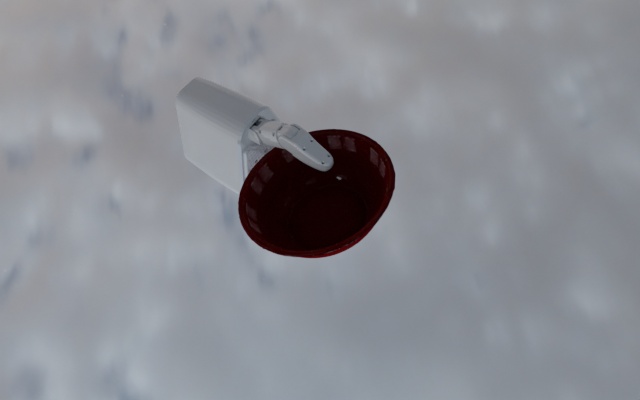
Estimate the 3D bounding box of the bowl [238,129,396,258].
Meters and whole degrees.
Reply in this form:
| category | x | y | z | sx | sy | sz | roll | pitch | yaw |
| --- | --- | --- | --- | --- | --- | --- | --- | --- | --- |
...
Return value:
| category | x | y | z | sx | sy | sz | roll | pitch | yaw |
| --- | --- | --- | --- | --- | --- | --- | --- | --- | --- |
| bowl | 0.001 | 0.003 | 0.492 | 0.162 | 0.162 | 0.055 | 0 | -38 | 19 |
